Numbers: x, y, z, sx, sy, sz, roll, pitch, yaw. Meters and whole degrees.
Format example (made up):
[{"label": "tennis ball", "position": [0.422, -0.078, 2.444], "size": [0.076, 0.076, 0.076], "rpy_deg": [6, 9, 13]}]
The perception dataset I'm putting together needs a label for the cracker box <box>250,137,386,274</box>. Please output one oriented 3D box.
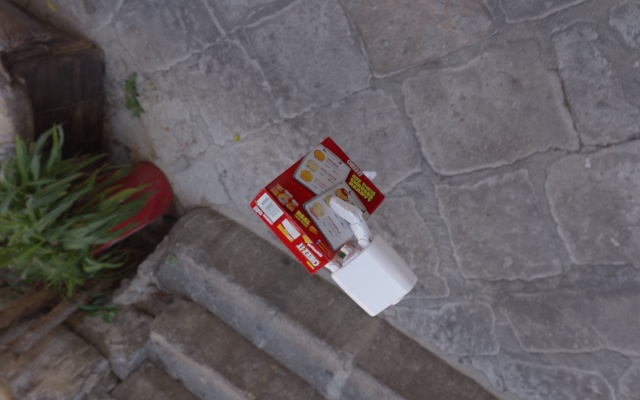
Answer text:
[{"label": "cracker box", "position": [0.000, 0.003, 0.862], "size": [0.072, 0.164, 0.213], "rpy_deg": [-41, 2, 45]}]
